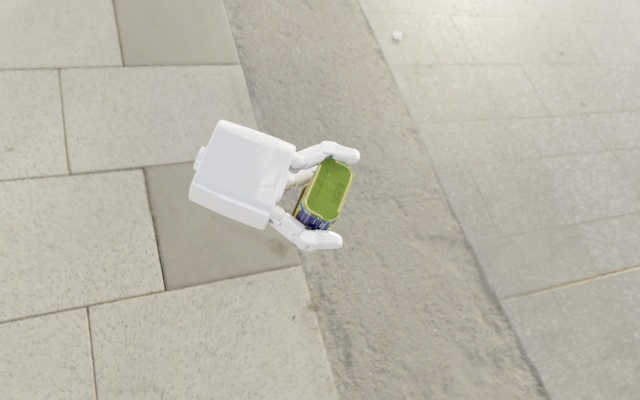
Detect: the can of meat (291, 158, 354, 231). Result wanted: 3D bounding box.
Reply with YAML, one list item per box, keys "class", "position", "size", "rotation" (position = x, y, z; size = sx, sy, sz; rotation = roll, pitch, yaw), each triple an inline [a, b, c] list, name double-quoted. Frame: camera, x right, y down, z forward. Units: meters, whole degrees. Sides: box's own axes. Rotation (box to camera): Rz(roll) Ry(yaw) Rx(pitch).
- class: "can of meat"
  position: [0.000, 0.002, 0.657]
  size: [0.057, 0.102, 0.084]
  rotation: [25, -32, -4]
